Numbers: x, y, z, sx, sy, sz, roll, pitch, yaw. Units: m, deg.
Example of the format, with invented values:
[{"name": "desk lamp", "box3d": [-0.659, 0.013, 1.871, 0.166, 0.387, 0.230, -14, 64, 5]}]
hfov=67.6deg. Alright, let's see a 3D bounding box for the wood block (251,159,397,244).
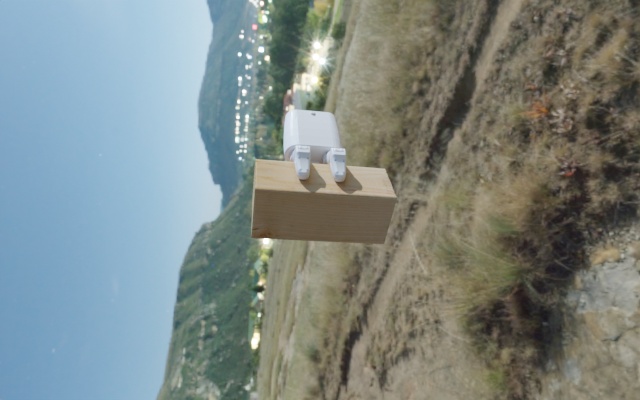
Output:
[{"name": "wood block", "box3d": [0.000, 0.002, 0.736, 0.206, 0.091, 0.090, 3, 35, -9]}]
